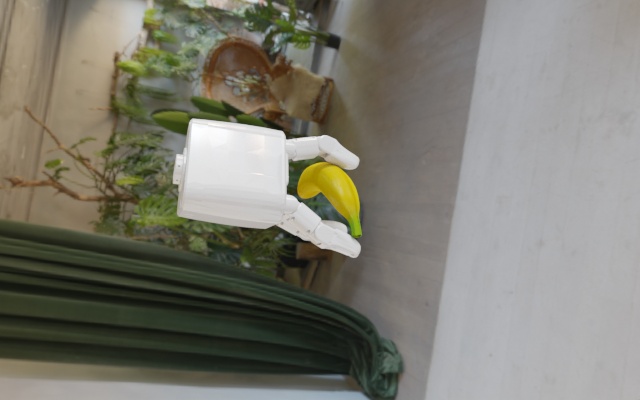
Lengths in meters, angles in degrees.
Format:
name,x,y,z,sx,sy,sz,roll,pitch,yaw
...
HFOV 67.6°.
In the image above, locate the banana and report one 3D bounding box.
name,x,y,z,sx,sy,sz,roll,pitch,yaw
banana,0.004,-0.015,0.609,0.037,0.069,0.197,5,13,-20
